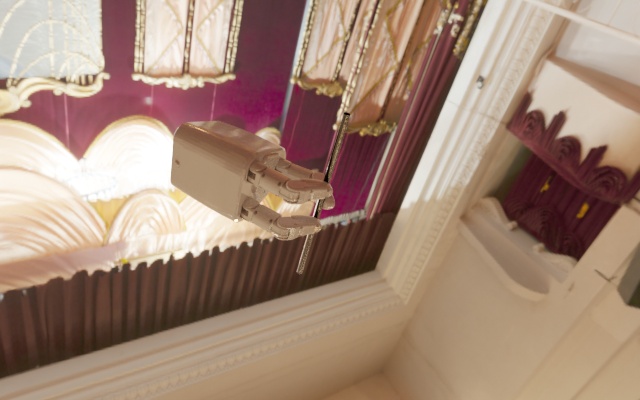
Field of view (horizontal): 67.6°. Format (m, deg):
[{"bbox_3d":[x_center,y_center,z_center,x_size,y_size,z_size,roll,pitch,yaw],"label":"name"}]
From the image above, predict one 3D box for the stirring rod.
[{"bbox_3d":[0.000,0.002,0.584,0.011,0.240,0.011,11,34,-8],"label":"stirring rod"}]
